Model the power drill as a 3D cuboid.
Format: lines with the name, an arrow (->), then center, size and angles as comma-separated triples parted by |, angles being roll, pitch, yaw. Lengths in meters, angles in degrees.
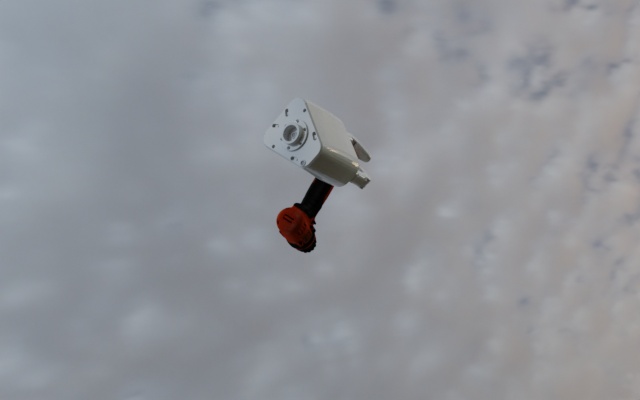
power drill -> 0.000, 0.002, 0.849 | 0.057, 0.187, 0.184 | 29, -11, 15
